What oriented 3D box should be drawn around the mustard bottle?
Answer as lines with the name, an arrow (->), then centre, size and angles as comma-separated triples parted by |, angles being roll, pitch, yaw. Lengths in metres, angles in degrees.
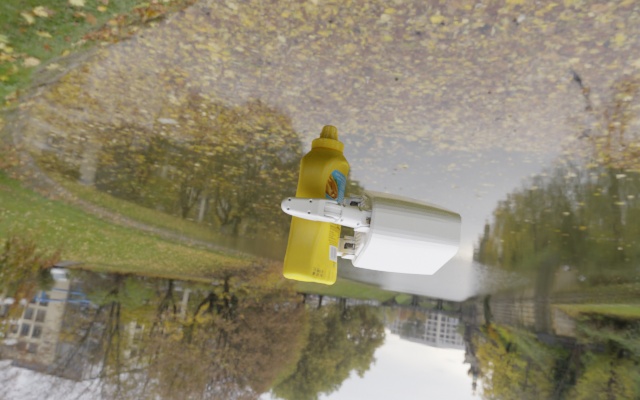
mustard bottle -> 0.000, 0.002, 0.578 | 0.058, 0.191, 0.096 | 5, -11, 19
